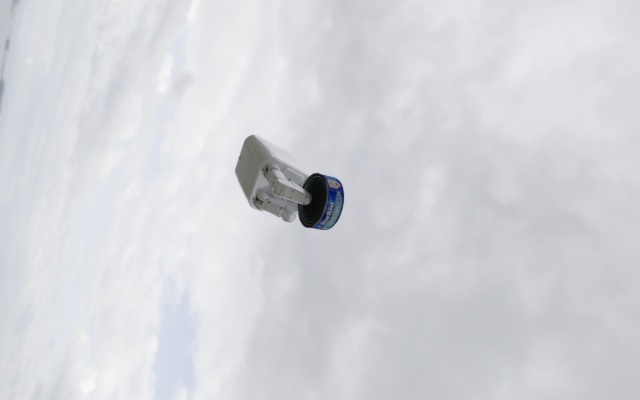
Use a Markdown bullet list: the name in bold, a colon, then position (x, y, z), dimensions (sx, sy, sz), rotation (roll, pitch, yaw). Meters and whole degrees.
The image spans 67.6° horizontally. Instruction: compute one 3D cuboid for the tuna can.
- **tuna can**: position (0.001, 0.003, 0.731), dimensions (0.034, 0.086, 0.086), rotation (12, -6, -30)
